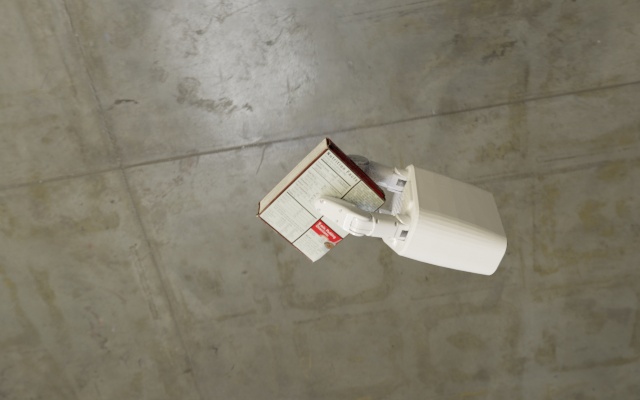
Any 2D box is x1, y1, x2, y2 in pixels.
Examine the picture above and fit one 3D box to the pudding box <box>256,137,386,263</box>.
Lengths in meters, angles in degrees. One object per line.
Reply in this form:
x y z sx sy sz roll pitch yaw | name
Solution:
0.000 0.002 0.519 0.090 0.113 0.039 42 16 -17 | pudding box
